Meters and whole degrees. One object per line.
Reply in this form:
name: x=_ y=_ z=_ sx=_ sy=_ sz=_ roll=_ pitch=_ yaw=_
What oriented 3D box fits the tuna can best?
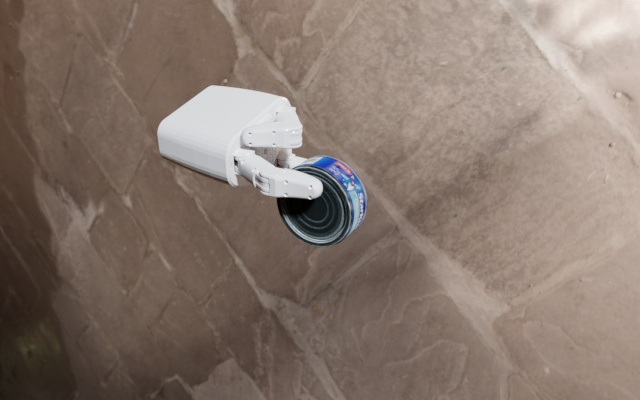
tuna can: x=0.000 y=0.002 z=0.465 sx=0.086 sy=0.086 sz=0.033 roll=0 pitch=20 yaw=31
